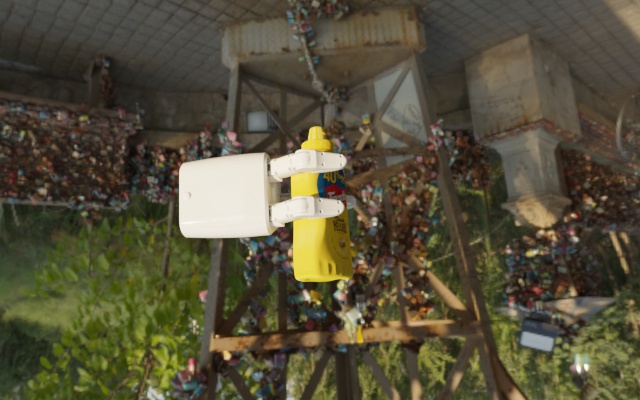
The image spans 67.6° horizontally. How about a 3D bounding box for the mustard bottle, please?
[{"bbox_3d":[0.000,0.002,0.590,0.058,0.191,0.096,-10,-14,29],"label":"mustard bottle"}]
